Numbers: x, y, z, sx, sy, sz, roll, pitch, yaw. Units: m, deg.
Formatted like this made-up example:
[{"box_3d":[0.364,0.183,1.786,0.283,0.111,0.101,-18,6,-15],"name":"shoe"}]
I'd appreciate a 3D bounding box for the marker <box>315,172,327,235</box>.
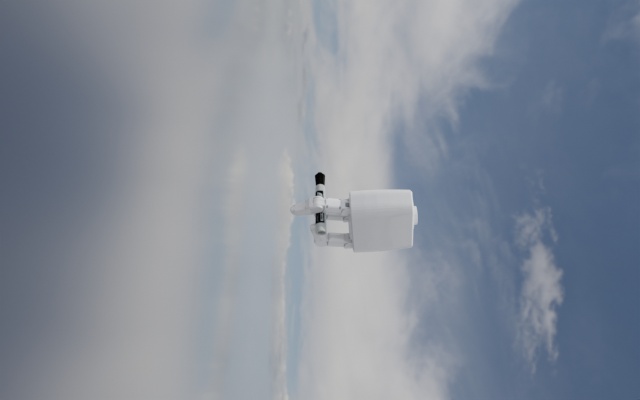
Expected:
[{"box_3d":[0.000,0.003,0.823,0.020,0.121,0.020,-1,-32,0],"name":"marker"}]
